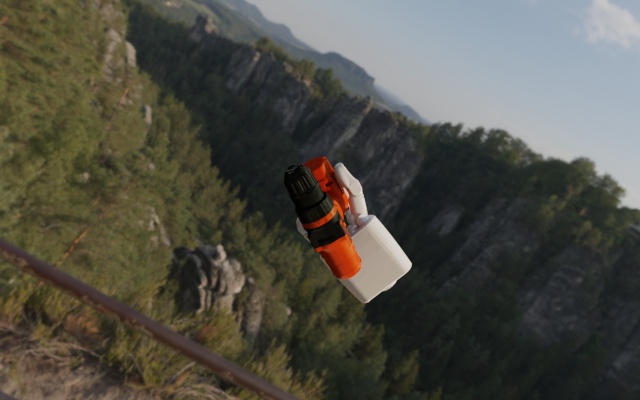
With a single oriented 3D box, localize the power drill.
[{"bbox_3d":[0.000,0.002,0.713,0.057,0.184,0.187,-22,24,10],"label":"power drill"}]
